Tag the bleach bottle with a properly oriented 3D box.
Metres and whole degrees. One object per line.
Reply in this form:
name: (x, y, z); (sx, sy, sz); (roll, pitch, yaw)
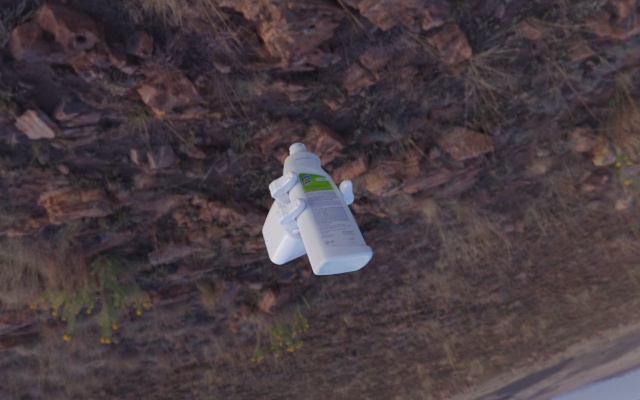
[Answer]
bleach bottle: (0.000, 0.003, 0.836); (0.102, 0.250, 0.068); (-3, -33, -27)
